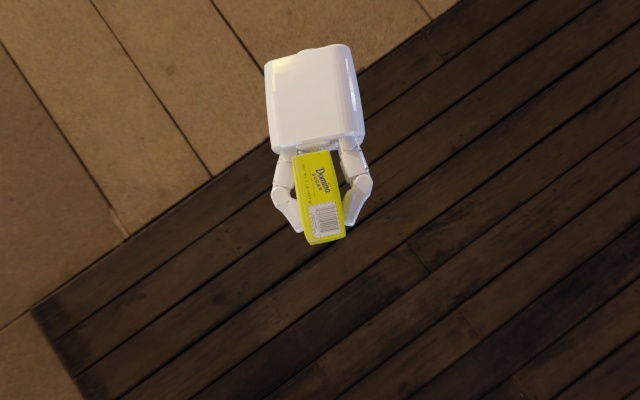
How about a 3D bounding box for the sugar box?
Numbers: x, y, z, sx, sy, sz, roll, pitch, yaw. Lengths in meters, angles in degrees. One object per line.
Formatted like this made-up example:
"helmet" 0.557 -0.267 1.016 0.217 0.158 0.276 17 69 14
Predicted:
"sugar box" 0.001 0.002 0.567 0.048 0.093 0.176 -10 -3 3
